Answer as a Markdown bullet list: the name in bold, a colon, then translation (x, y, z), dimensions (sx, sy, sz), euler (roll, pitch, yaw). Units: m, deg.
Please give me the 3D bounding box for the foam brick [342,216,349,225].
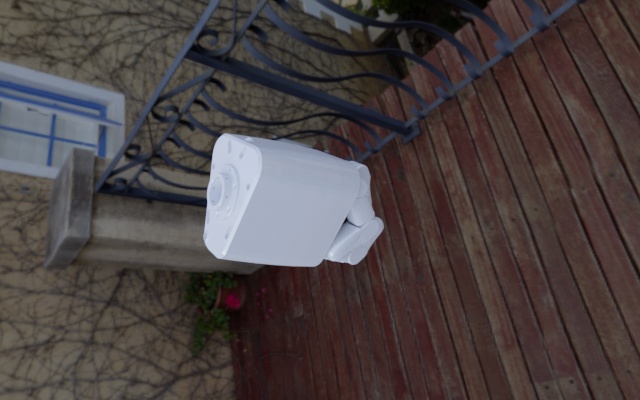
- **foam brick**: translation (0.000, 0.002, 0.521), dimensions (0.051, 0.053, 0.078), euler (7, 12, -37)
